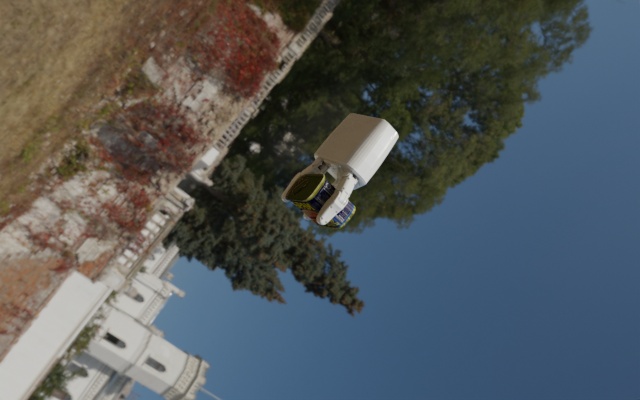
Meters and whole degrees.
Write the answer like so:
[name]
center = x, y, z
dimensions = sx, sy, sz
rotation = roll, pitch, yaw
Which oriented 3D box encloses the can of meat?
[can of meat]
center = 0.000, 0.003, 0.817
dimensions = 0.084, 0.057, 0.102
rotation = 42, -16, -22
